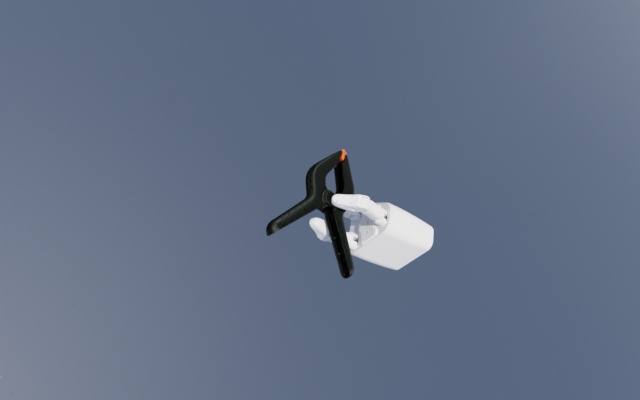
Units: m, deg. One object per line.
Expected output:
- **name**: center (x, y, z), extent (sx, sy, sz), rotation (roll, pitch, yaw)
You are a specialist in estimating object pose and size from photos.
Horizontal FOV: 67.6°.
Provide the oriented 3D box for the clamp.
- **clamp**: center (0.001, 0.002, 0.767), extent (0.164, 0.210, 0.036), rotation (26, -30, -30)
